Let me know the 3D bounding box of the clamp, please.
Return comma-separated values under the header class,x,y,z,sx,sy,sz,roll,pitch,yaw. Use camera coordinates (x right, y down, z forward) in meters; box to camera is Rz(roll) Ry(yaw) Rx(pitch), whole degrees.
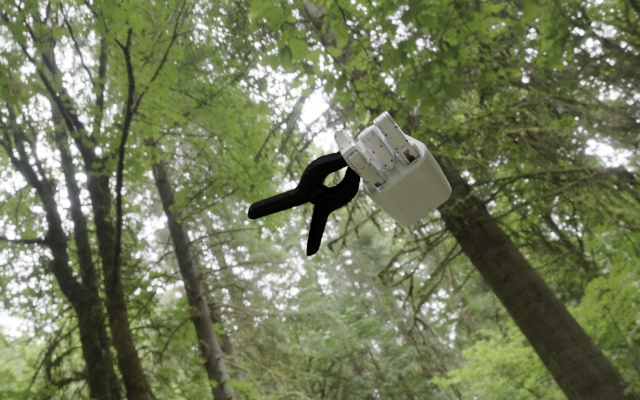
class,x,y,z,sx,sy,sz,roll,pitch,yaw
clamp,0.000,0.002,0.649,0.171,0.039,0.120,-36,-54,14
